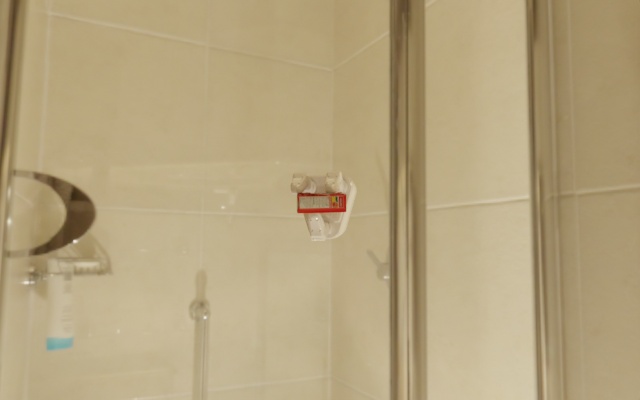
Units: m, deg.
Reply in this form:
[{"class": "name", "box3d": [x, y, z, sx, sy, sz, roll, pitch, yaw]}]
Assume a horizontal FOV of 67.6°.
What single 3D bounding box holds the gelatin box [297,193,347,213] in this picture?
[{"class": "gelatin box", "box3d": [0.000, 0.003, 0.738, 0.073, 0.030, 0.089, -1, 2, -2]}]
